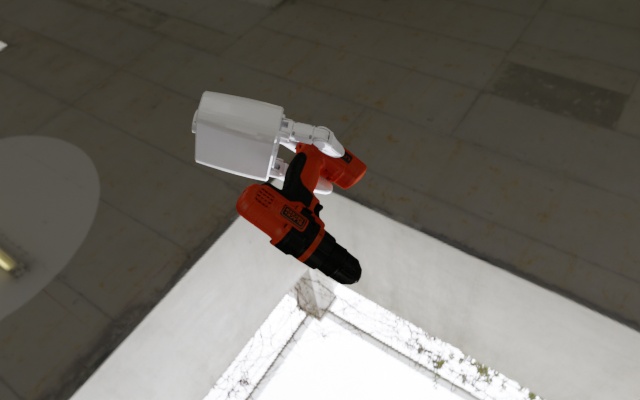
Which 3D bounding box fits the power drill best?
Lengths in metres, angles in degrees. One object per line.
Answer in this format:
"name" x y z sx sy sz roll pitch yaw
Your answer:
"power drill" 0.000 0.002 0.645 0.184 0.187 0.057 38 -45 -10
